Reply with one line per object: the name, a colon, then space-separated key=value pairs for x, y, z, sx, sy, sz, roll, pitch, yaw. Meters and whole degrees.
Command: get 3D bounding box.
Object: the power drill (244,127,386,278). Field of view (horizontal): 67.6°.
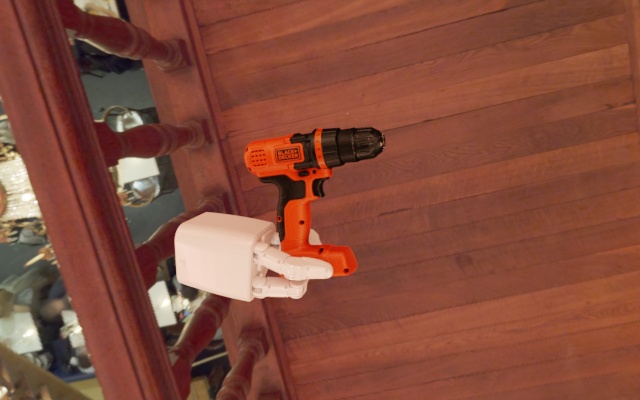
power drill: x=0.000 y=0.003 z=0.618 sx=0.184 sy=0.187 sz=0.057 roll=-5 pitch=6 yaw=18
